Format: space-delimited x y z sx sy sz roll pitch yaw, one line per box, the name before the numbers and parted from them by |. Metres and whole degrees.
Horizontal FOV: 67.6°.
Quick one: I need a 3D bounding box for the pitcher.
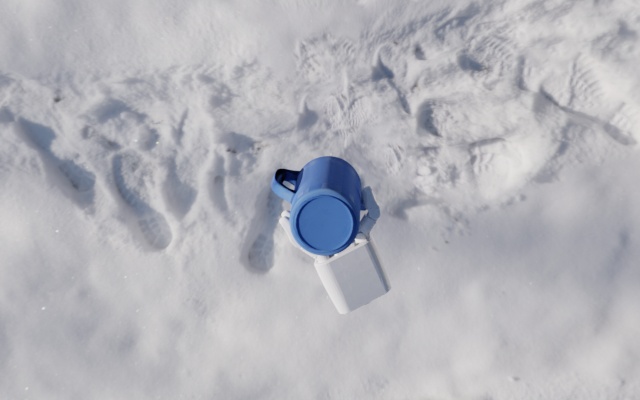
pitcher | 0.000 0.003 0.830 0.149 0.145 0.242 -21 12 7
